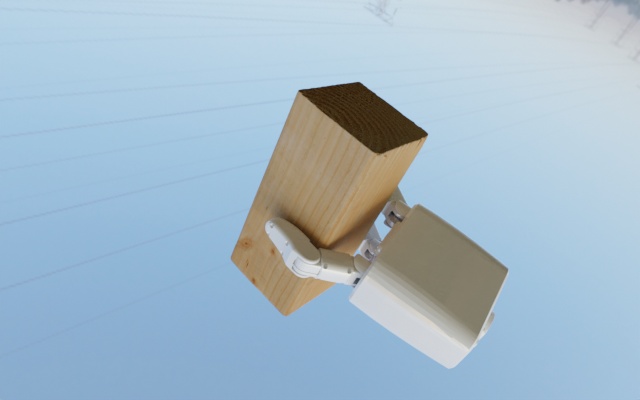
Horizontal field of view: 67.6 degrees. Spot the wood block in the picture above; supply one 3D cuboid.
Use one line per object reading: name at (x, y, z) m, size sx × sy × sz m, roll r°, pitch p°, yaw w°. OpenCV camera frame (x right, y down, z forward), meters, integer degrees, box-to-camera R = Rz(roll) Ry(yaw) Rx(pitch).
wood block at (0.000, 0.002, 0.457) m, size 0.090 × 0.206 × 0.091 m, roll 42°, pitch 38°, yaw 20°
